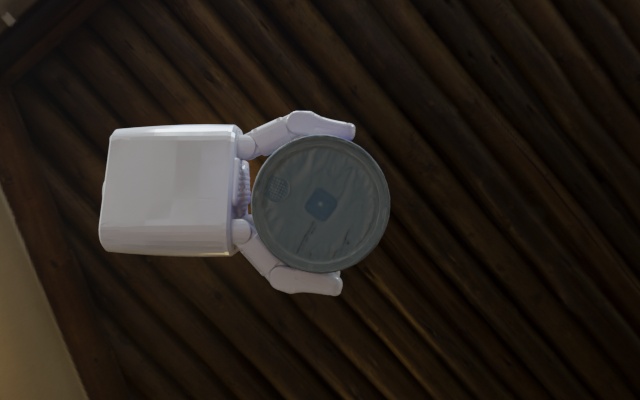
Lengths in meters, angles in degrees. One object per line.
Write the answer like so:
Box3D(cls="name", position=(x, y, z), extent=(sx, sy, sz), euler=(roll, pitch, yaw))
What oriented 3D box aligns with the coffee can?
Box3D(cls="coffee can", position=(0.000, 0.001, 0.419), extent=(0.103, 0.103, 0.140), euler=(0, 1, 0))
